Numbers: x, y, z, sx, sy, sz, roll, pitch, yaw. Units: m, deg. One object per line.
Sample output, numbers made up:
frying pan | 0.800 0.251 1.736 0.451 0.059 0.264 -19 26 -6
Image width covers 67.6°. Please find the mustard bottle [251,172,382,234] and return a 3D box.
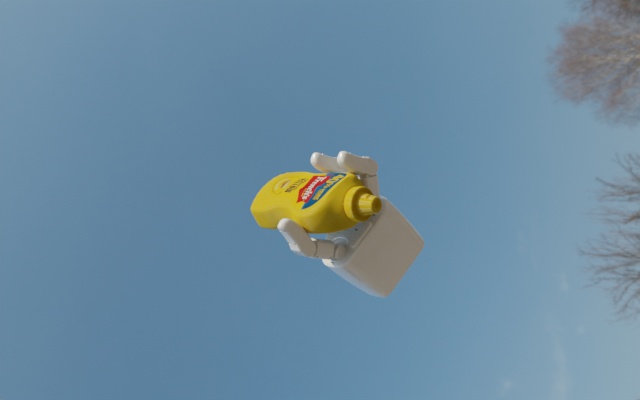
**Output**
mustard bottle | 0.000 0.002 0.604 0.191 0.058 0.096 4 37 48
